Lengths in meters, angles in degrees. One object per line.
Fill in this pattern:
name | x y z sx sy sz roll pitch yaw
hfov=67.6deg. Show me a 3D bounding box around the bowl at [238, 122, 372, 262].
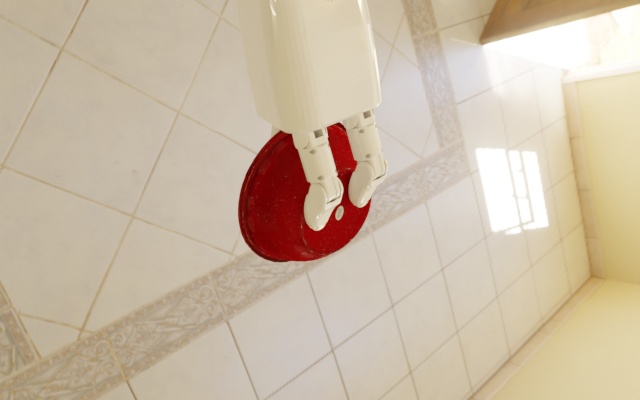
bowl | 0.001 0.003 0.479 0.162 0.162 0.055 0 23 -44
